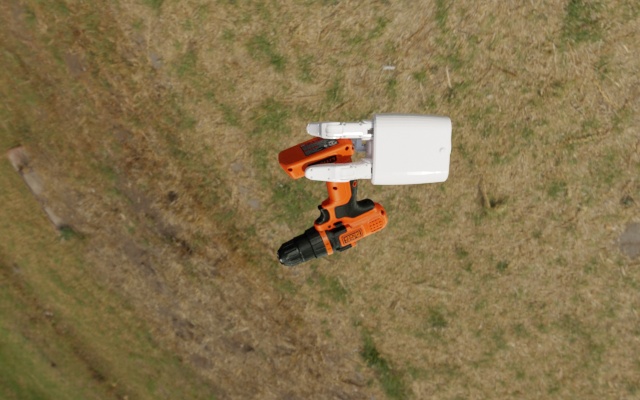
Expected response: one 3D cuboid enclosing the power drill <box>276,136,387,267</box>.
[{"bbox_3d":[0.000,0.002,0.714,0.184,0.188,0.057,-24,37,-8],"label":"power drill"}]
